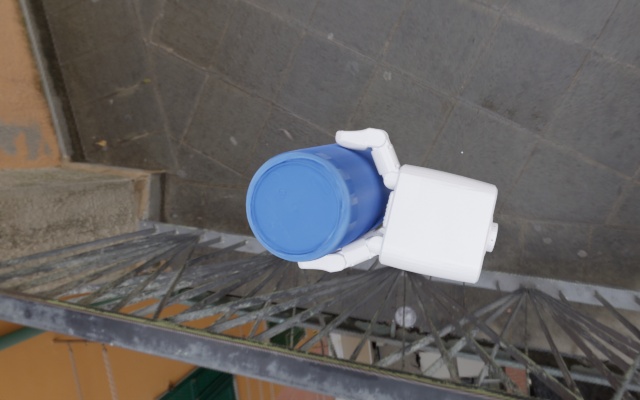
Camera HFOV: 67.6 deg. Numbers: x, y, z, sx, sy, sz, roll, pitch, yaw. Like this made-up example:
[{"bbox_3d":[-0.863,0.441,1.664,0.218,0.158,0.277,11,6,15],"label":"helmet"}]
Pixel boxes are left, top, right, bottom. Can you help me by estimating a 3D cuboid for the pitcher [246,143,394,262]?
[{"bbox_3d":[0.000,0.002,0.566,0.145,0.149,0.243,12,9,14],"label":"pitcher"}]
